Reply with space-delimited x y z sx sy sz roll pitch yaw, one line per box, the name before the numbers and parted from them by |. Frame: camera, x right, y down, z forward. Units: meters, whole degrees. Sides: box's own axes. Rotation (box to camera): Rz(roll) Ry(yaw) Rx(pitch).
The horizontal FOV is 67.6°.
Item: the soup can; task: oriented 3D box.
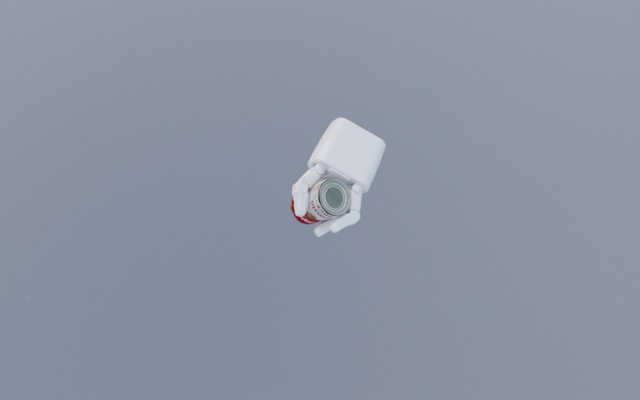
soup can | 0.000 0.003 0.849 0.068 0.068 0.102 0 -10 -32
